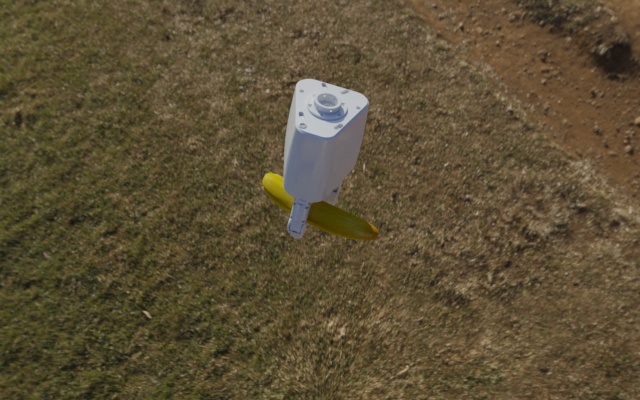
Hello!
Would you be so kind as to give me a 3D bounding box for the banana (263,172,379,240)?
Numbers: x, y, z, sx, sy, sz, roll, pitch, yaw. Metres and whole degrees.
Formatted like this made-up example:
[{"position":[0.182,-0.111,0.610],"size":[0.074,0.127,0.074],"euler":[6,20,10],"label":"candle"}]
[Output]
[{"position":[-0.012,0.006,0.666],"size":[0.197,0.037,0.069],"euler":[31,30,21],"label":"banana"}]
